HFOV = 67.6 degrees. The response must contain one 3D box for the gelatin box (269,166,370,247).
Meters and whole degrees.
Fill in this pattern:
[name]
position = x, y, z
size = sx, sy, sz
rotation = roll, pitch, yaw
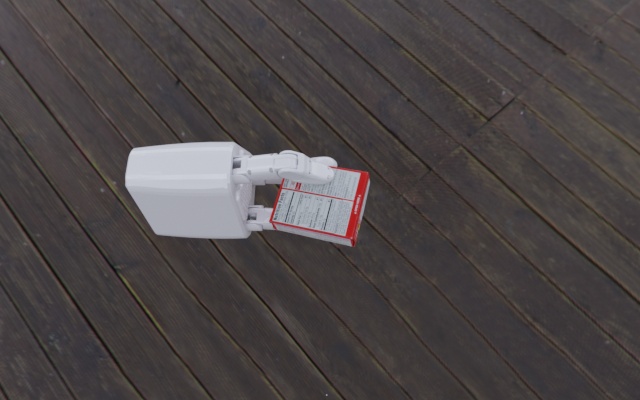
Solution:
[gelatin box]
position = 0.000, 0.001, 0.490
size = 0.089, 0.073, 0.030
rotation = 10, -20, 13
